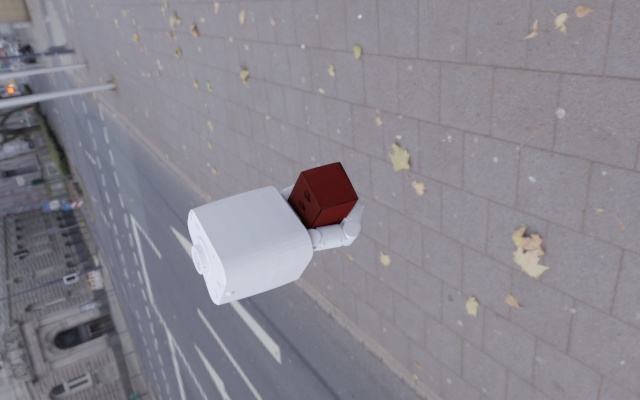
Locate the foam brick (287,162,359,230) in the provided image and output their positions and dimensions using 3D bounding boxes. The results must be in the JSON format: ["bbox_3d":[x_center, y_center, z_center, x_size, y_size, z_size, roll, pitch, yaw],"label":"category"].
[{"bbox_3d":[0.000,0.002,0.555,0.051,0.053,0.078,-15,-25,-27],"label":"foam brick"}]
